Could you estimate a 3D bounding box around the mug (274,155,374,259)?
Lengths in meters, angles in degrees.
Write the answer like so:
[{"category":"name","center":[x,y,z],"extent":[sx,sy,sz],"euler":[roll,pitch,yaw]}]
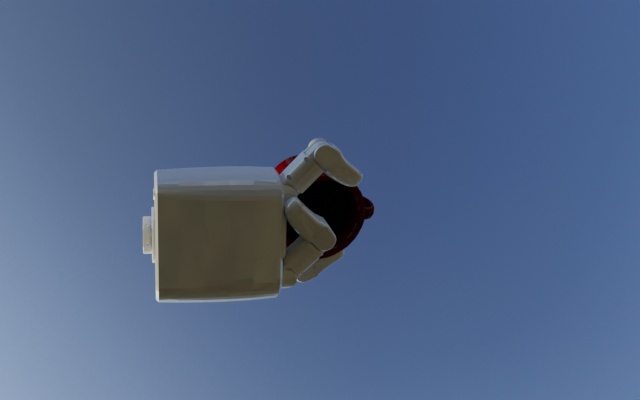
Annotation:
[{"category":"mug","center":[0.001,0.002,0.507],"extent":[0.117,0.093,0.081],"euler":[0,24,-21]}]
